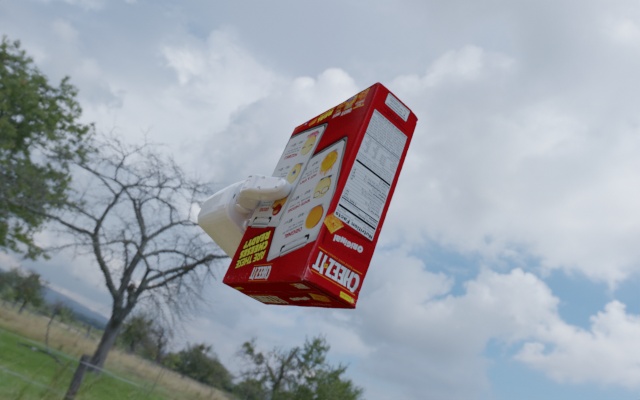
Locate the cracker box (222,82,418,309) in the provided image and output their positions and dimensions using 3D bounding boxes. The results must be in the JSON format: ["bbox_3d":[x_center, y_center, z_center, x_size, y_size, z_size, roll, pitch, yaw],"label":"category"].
[{"bbox_3d":[0.000,0.001,0.500,0.072,0.213,0.164,33,-26,-25],"label":"cracker box"}]
